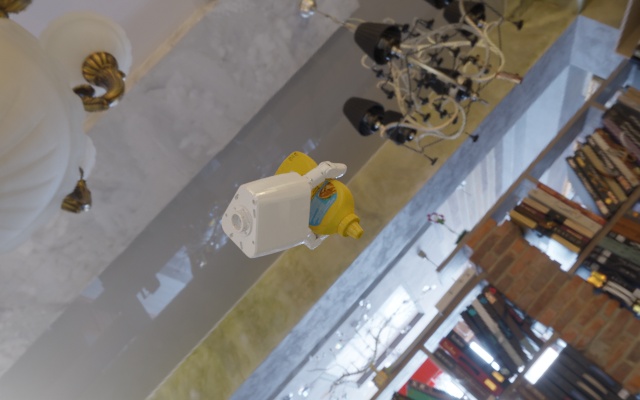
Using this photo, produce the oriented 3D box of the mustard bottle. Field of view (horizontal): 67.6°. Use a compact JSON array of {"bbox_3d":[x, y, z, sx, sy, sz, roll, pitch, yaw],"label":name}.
[{"bbox_3d":[0.000,0.003,0.815,0.191,0.096,0.058,40,12,30],"label":"mustard bottle"}]
